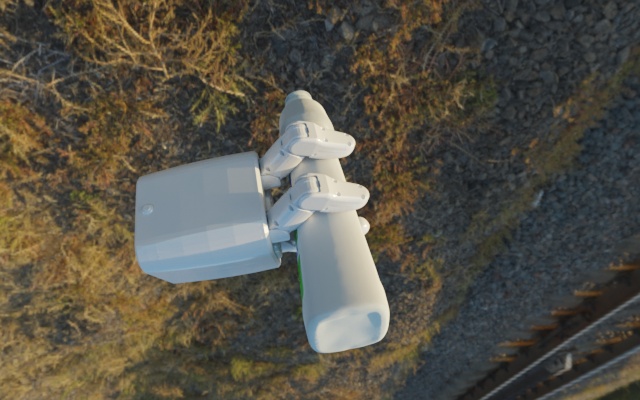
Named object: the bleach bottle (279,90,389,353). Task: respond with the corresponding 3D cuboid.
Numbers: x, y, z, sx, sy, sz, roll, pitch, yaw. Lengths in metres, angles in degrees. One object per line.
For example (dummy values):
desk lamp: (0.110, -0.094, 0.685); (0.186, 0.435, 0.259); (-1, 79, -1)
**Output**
bleach bottle: (0.000, 0.001, 0.443); (0.068, 0.250, 0.103); (-11, -33, -3)
